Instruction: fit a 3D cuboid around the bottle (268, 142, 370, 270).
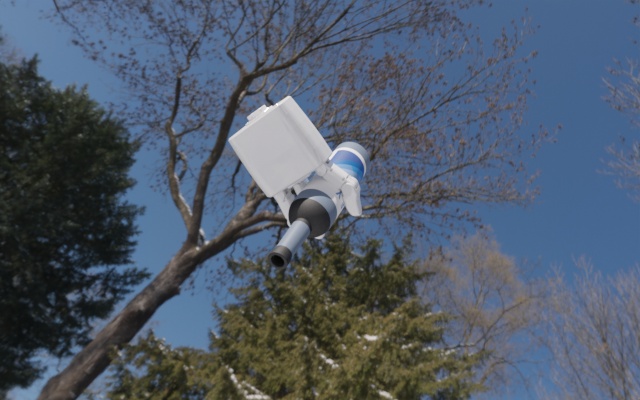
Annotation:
[{"bbox_3d":[0.000,0.002,0.716,0.069,0.069,0.295,0,30,25],"label":"bottle"}]
